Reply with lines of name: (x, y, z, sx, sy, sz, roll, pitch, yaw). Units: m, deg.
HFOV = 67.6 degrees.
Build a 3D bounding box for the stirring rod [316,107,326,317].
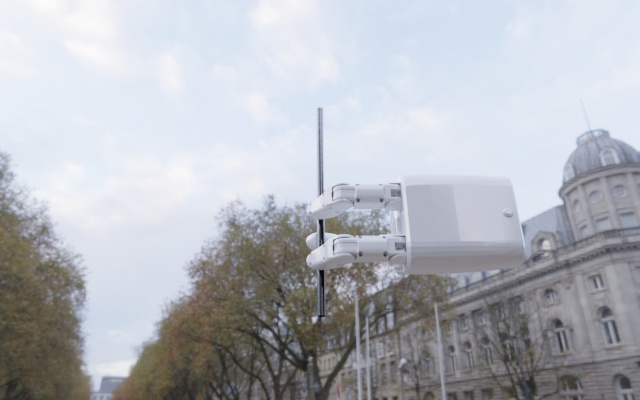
stirring rod: (0.000, 0.002, 0.506, 0.011, 0.239, 0.011, 0, -26, 0)
